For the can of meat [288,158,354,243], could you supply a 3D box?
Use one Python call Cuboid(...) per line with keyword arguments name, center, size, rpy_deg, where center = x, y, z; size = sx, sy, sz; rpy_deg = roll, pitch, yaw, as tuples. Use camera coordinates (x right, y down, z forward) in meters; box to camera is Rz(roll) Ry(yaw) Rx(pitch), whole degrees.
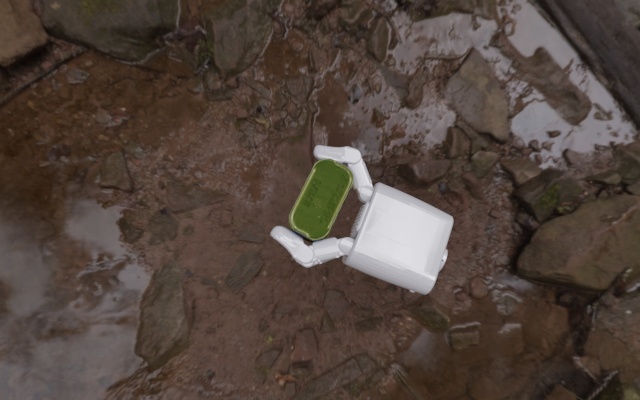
Cuboid(name="can of meat", center=(0.000, 0.002, 0.595), size=(0.057, 0.102, 0.084), rpy_deg=(26, -6, 1))
